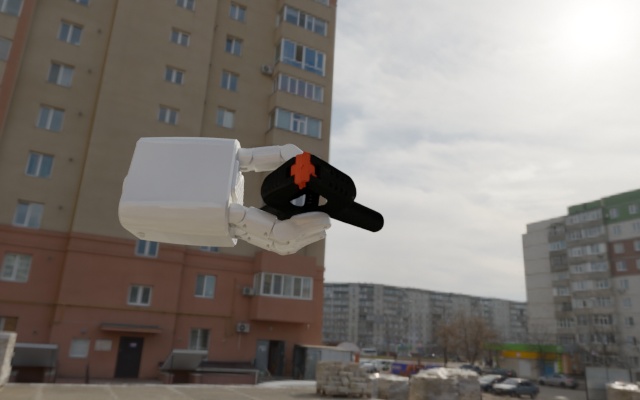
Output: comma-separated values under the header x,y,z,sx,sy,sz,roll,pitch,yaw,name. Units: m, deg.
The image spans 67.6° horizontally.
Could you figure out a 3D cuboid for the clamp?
x,y,z,sx,sy,sz,roll,pitch,yaw,name
0.000,0.001,0.506,0.164,0.036,0.210,1,-17,-3,clamp
